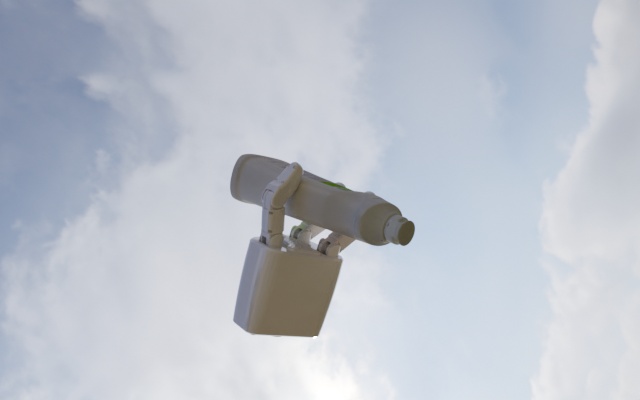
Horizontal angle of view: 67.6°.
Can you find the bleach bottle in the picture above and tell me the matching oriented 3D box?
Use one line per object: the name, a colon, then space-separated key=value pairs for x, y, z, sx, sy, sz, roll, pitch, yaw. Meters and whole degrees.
bleach bottle: x=0.000 y=0.002 z=0.579 sx=0.102 sy=0.068 sz=0.250 roll=6 pitch=10 yaw=-45
